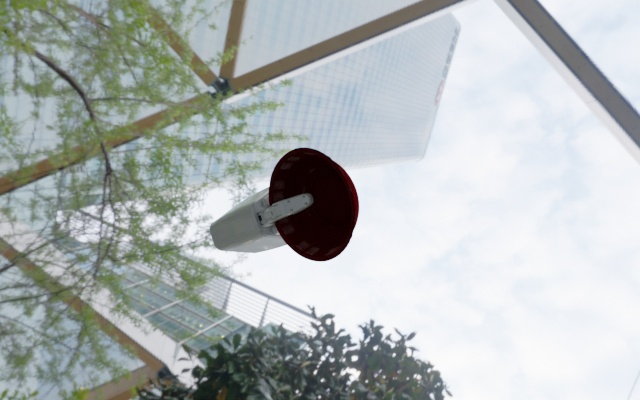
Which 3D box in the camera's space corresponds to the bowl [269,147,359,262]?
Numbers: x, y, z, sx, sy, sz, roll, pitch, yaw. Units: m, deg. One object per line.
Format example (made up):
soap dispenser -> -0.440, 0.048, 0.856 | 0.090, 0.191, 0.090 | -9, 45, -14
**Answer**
bowl -> 0.001, 0.002, 0.678 | 0.162, 0.162, 0.055 | 0, 11, 42
